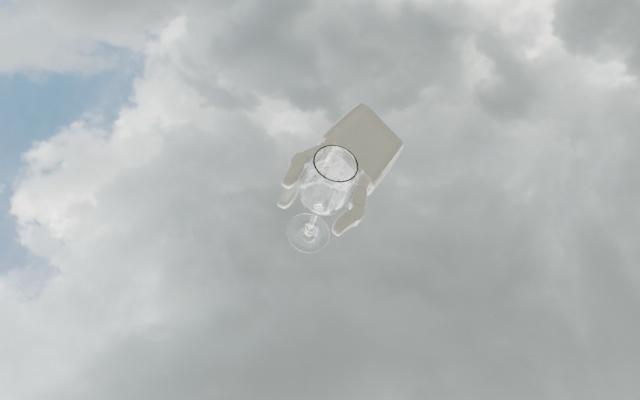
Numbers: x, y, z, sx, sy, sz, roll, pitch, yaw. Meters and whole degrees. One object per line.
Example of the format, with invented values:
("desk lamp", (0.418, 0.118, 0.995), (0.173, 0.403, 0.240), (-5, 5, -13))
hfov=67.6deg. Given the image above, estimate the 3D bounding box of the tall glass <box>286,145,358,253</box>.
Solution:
("tall glass", (0.000, 0.003, 0.714), (0.079, 0.079, 0.201), (0, -31, -14))
